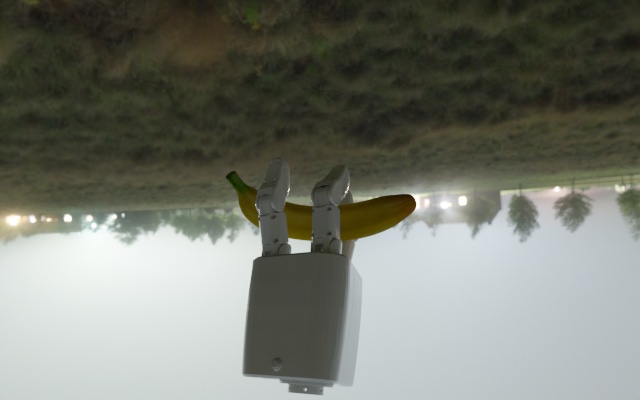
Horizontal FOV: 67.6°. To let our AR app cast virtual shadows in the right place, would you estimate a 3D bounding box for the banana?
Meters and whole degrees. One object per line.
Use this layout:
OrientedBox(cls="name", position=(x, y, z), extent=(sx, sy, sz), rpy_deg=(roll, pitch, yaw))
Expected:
OrientedBox(cls="banana", position=(-0.002, 0.014, 0.495), extent=(0.198, 0.037, 0.070), rpy_deg=(7, -43, 10))
